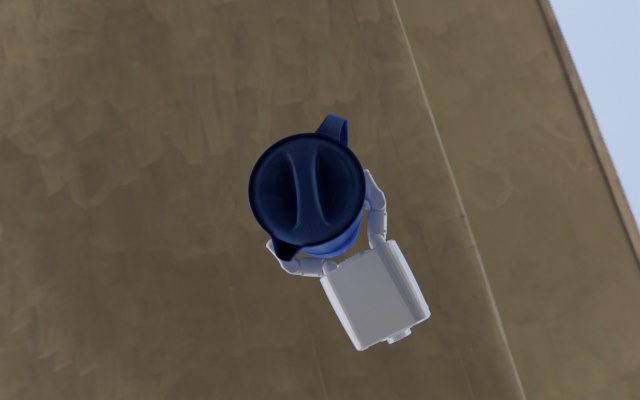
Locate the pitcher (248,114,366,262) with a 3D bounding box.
[{"bbox_3d":[0.000,0.002,0.645,0.149,0.145,0.243,-27,-14,-1],"label":"pitcher"}]
